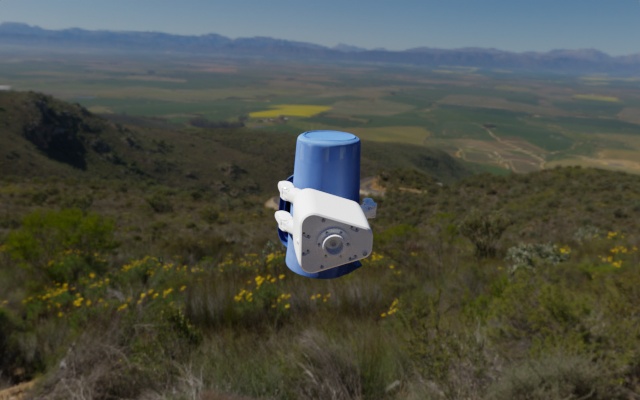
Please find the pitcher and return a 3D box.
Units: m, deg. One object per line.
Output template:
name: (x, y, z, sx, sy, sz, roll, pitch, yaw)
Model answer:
pitcher: (0.000, 0.003, 0.845, 0.149, 0.243, 0.145, 1, 18, -5)
